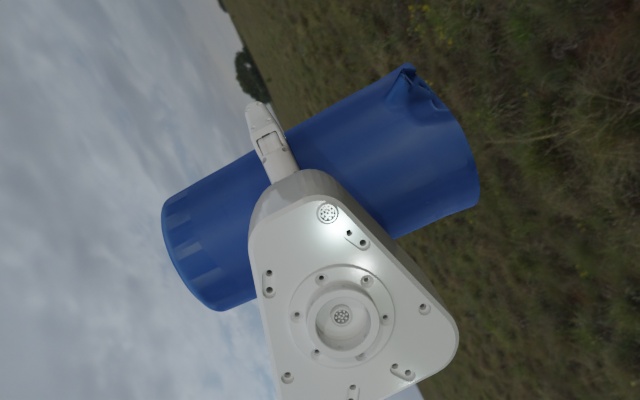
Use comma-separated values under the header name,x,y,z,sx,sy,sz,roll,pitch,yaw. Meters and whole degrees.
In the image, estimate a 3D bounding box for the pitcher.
name,x,y,z,sx,sy,sz,roll,pitch,yaw
pitcher,0.000,0.001,0.415,0.243,0.149,0.145,-26,12,1
